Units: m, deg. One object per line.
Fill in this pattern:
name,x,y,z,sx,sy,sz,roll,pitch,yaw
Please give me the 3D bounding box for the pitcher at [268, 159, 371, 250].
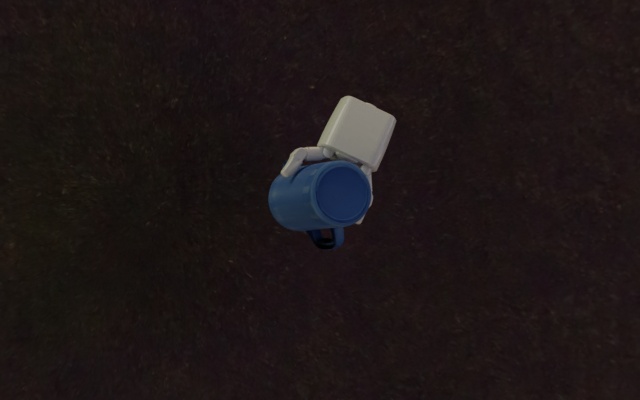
pitcher,0.000,0.003,0.871,0.149,0.145,0.243,27,-10,-16
